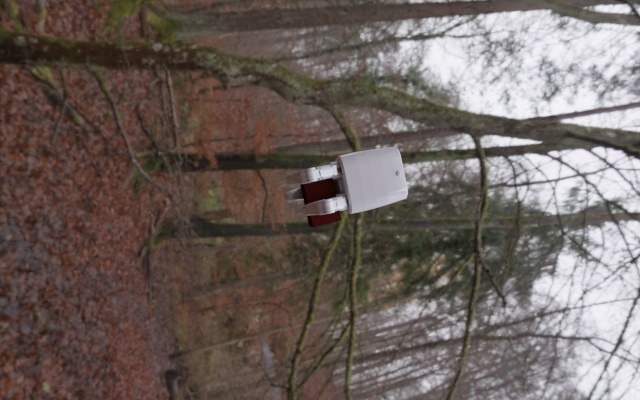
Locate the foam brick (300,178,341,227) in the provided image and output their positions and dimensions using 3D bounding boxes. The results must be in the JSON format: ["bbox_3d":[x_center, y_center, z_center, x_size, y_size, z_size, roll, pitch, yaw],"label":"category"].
[{"bbox_3d":[0.000,0.003,0.820,0.051,0.078,0.053,-12,2,-9],"label":"foam brick"}]
